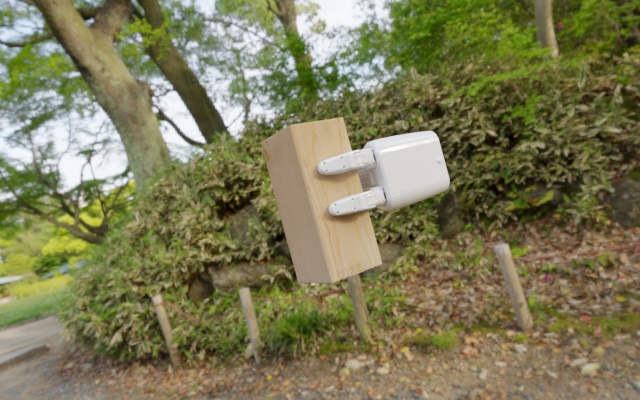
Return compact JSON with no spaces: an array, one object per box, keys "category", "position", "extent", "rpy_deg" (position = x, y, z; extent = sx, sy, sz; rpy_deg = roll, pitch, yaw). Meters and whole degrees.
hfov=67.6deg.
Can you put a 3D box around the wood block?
[{"category":"wood block","position":[0.000,0.002,0.658],"extent":[0.090,0.206,0.091],"rpy_deg":[-15,0,-33]}]
